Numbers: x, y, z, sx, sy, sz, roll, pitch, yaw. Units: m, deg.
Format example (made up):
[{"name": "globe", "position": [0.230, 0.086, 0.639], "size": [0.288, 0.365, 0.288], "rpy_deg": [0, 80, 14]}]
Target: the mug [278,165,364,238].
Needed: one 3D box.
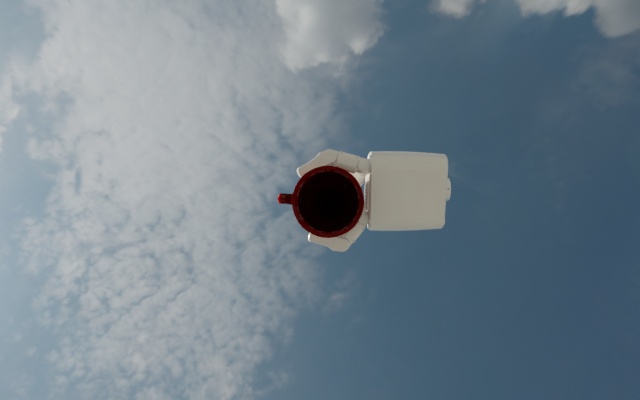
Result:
[{"name": "mug", "position": [-0.001, 0.002, 0.652], "size": [0.117, 0.093, 0.081], "rpy_deg": [1, -1, 4]}]
